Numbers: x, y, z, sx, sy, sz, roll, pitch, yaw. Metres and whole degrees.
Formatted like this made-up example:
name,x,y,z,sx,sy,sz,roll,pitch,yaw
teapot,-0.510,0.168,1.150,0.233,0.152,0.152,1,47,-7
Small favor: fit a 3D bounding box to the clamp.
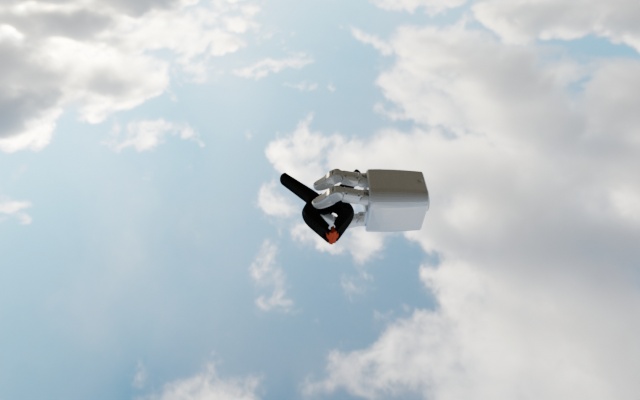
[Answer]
name,x,y,z,sx,sy,sz,roll,pitch,yaw
clamp,0.000,0.004,0.894,0.164,0.036,0.209,0,36,1
